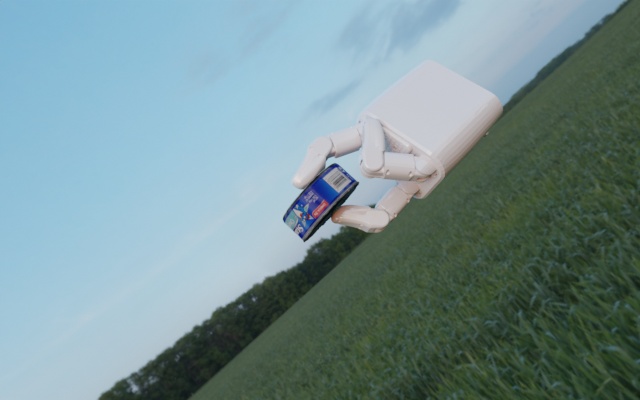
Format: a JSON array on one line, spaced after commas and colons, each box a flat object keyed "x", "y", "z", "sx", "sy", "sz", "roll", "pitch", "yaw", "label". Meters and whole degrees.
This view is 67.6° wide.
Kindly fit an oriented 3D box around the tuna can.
[{"x": 0.000, "y": 0.001, "z": 0.503, "sx": 0.034, "sy": 0.086, "sz": 0.086, "roll": 43, "pitch": 5, "yaw": 6, "label": "tuna can"}]
